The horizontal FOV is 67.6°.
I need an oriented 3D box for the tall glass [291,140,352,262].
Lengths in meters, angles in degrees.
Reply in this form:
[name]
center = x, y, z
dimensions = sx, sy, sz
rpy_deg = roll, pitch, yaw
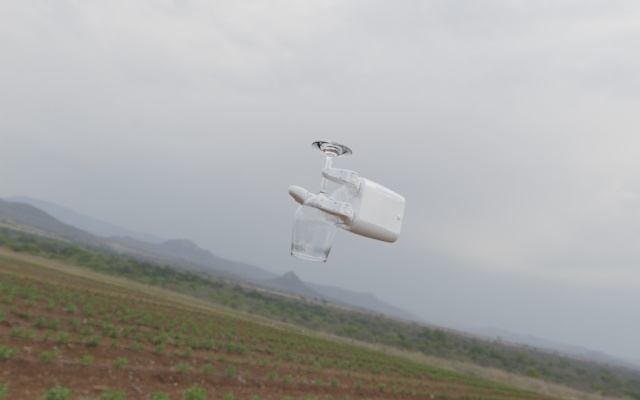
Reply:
[tall glass]
center = 0.000, 0.002, 0.828
dimensions = 0.079, 0.201, 0.079
rpy_deg = 12, -13, 3
